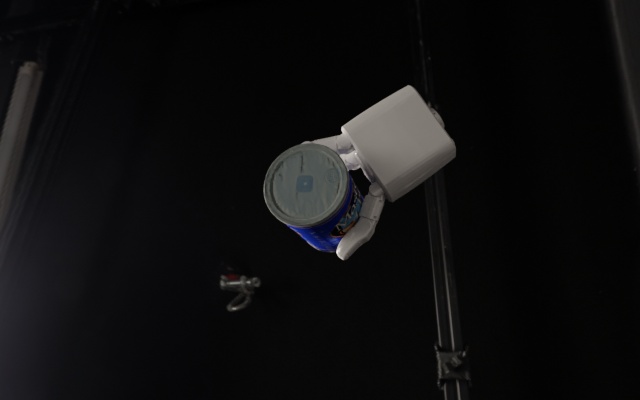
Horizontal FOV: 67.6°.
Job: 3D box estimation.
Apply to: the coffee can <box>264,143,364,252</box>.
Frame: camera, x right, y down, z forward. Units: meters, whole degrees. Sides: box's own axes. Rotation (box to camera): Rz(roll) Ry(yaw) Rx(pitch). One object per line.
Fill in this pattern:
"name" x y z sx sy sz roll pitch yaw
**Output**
"coffee can" 0.000 0.002 0.615 0.103 0.102 0.140 0 -18 16
